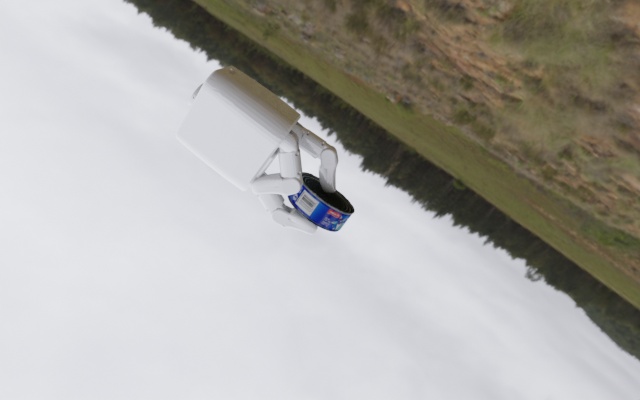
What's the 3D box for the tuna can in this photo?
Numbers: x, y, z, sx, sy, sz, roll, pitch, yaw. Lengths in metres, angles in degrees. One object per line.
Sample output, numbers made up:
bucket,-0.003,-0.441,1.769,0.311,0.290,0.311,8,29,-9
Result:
tuna can,0.000,0.003,0.620,0.086,0.034,0.086,33,16,-11
